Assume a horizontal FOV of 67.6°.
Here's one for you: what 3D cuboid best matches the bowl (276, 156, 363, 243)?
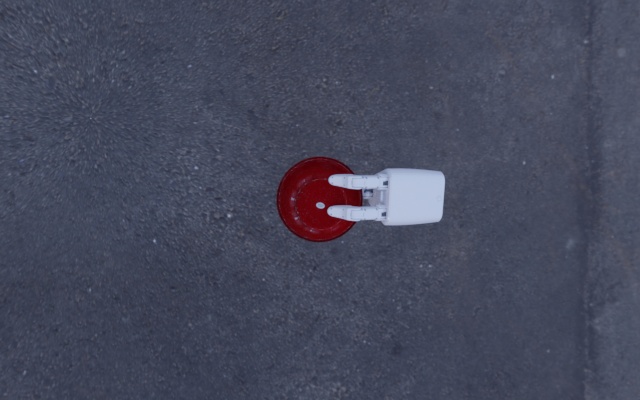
[{"bbox_3d":[-0.001,0.003,0.860,0.162,0.162,0.055,0,9,-3],"label":"bowl"}]
